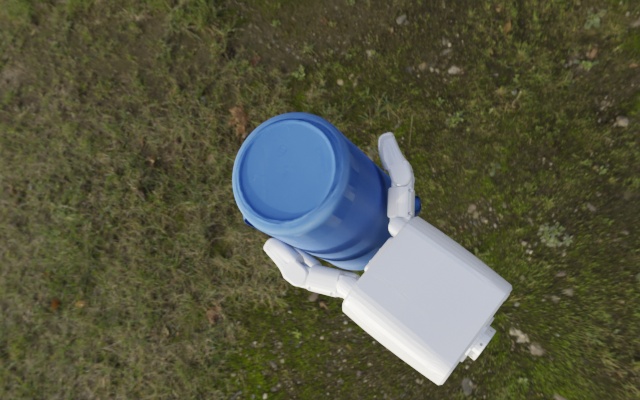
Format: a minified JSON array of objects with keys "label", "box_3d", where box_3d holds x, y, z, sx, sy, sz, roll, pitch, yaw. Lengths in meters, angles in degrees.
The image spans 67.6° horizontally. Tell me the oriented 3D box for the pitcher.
[{"label":"pitcher","box_3d":[0.000,0.002,0.505,0.145,0.149,0.243,39,3,22]}]
